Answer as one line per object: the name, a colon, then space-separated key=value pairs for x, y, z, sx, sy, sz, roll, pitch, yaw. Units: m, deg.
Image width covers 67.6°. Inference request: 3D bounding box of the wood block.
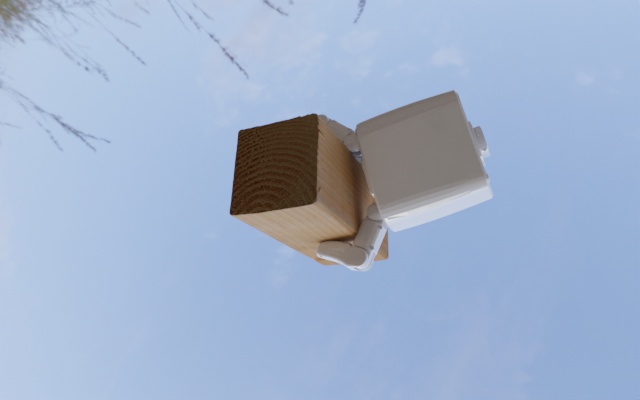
wood block: x=0.000 y=0.002 z=0.517 sx=0.090 sy=0.090 sz=0.206 roll=-8 pitch=-23 yaw=23
